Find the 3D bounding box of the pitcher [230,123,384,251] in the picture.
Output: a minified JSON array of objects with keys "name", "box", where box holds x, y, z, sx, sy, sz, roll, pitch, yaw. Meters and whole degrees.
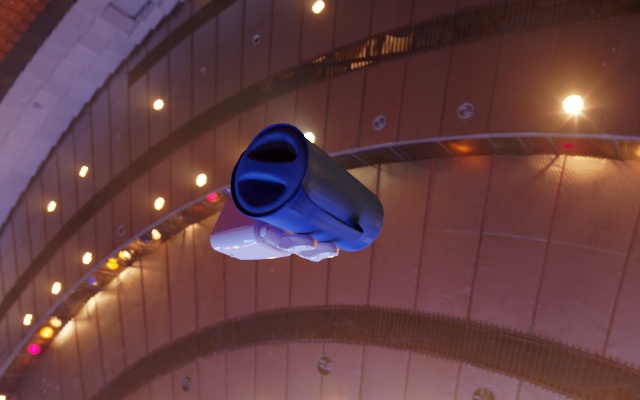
[{"name":"pitcher","box":[0.000,0.002,0.705,0.145,0.149,0.243,-13,-26,33]}]
